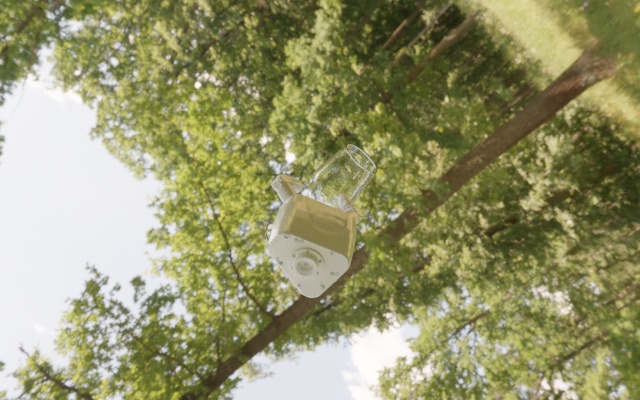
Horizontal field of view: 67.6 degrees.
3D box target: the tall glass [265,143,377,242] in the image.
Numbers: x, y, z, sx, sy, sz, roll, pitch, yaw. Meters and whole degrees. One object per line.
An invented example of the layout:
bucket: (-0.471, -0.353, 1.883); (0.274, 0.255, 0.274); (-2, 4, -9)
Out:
tall glass: (0.000, 0.003, 0.753); (0.201, 0.079, 0.079); (-47, -24, 25)
